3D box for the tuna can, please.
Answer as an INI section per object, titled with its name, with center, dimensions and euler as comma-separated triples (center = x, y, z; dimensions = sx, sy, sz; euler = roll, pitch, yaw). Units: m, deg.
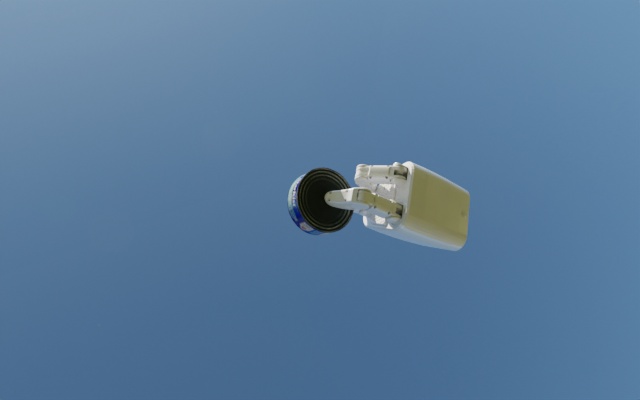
[tuna can]
center = 0.000, 0.002, 0.627
dimensions = 0.086, 0.086, 0.034
euler = 0, -11, -30
